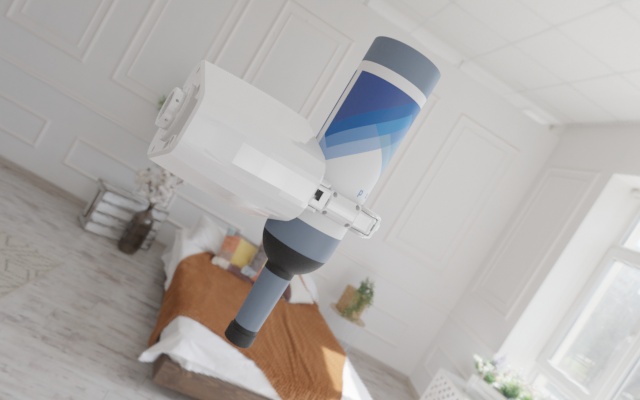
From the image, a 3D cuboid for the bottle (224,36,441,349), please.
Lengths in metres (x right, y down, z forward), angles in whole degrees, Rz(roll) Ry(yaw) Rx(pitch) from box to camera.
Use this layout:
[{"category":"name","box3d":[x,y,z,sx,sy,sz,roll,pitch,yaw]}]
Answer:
[{"category":"bottle","box3d":[0.000,0.001,0.426,0.069,0.296,0.069,31,4,-2]}]
